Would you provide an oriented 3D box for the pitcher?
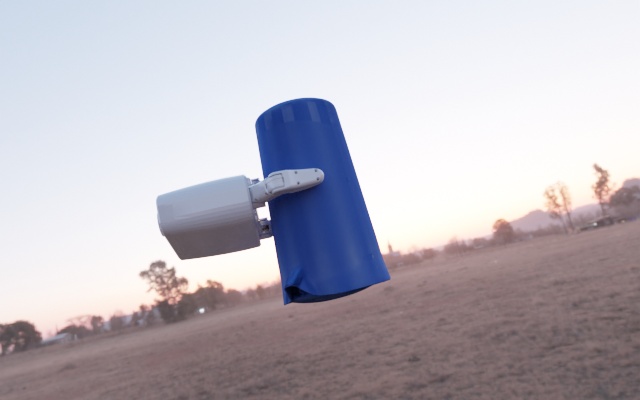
[{"bbox_3d":[0.000,0.002,0.605,0.145,0.242,0.149,-12,-10,-7],"label":"pitcher"}]
